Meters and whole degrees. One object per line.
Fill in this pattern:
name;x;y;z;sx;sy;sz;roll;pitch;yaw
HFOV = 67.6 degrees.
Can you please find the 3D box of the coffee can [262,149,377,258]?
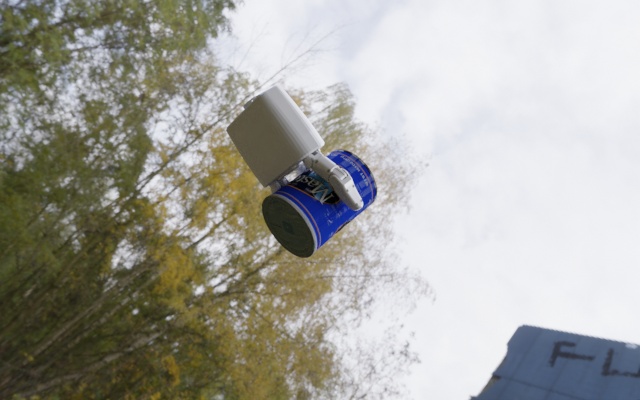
coffee can;0.000;0.002;0.698;0.140;0.103;0.103;-37;22;-33
